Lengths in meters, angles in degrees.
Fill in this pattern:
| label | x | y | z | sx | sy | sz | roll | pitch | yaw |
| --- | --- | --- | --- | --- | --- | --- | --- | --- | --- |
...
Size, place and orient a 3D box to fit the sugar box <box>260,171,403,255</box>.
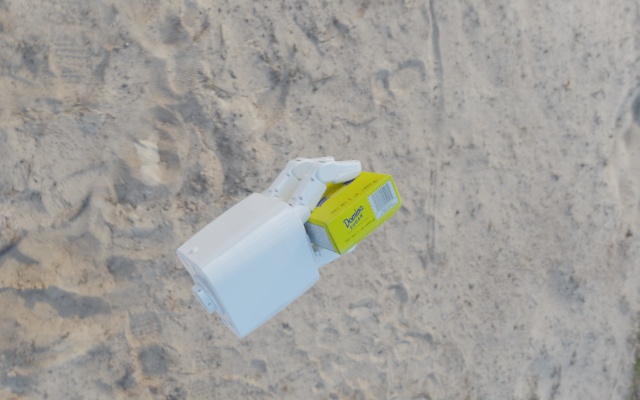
| label | x | y | z | sx | sy | sz | roll | pitch | yaw |
| --- | --- | --- | --- | --- | --- | --- | --- | --- | --- |
| sugar box | 0.000 | 0.001 | 0.545 | 0.093 | 0.048 | 0.176 | -36 | 27 | -23 |
